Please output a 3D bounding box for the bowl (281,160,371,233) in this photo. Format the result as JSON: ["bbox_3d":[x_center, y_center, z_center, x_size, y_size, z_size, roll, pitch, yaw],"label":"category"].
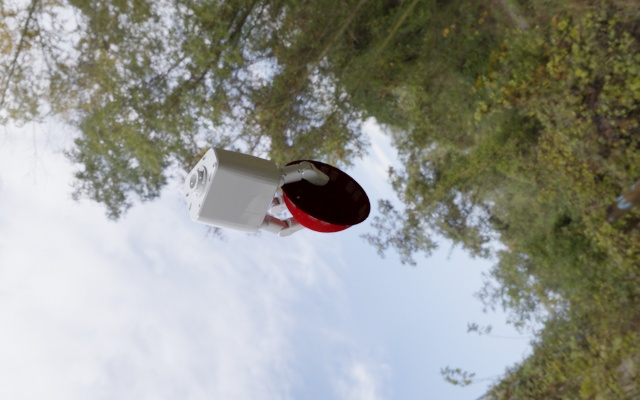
[{"bbox_3d":[0.001,0.003,0.795,0.162,0.055,0.162,17,36,-13],"label":"bowl"}]
